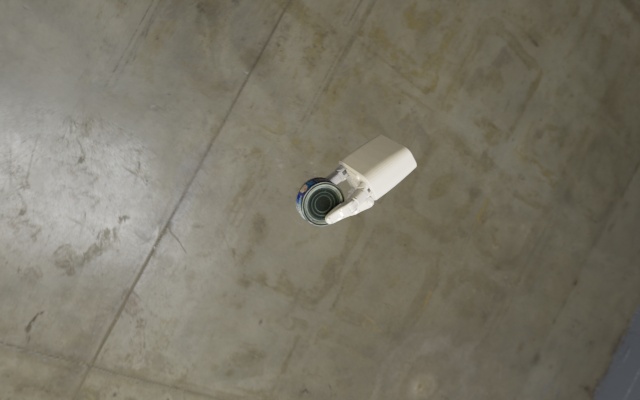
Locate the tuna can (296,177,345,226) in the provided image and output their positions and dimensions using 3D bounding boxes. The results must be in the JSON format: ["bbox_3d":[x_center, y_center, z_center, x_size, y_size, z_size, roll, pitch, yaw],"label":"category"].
[{"bbox_3d":[0.000,0.003,0.869,0.086,0.086,0.033,0,15,-22],"label":"tuna can"}]
